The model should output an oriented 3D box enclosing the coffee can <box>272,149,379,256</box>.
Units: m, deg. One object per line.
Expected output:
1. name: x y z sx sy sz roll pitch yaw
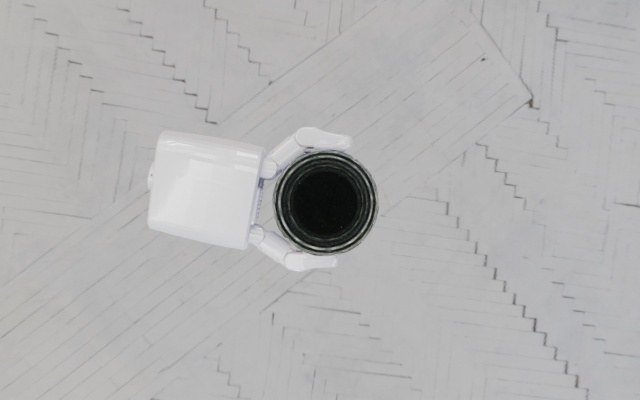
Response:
1. coffee can: 0.000 0.002 0.522 0.103 0.103 0.140 0 0 -5
